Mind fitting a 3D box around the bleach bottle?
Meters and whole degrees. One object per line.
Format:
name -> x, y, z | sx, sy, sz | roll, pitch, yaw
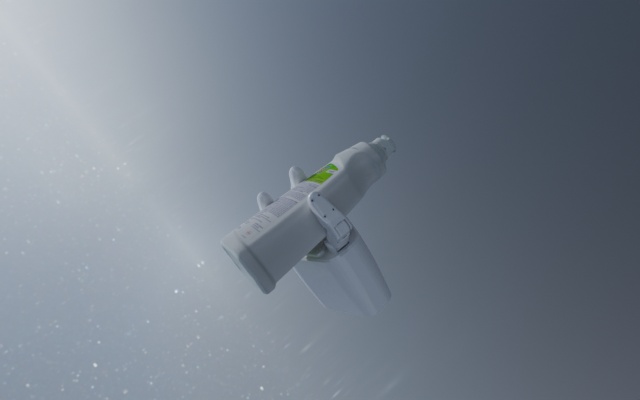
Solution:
bleach bottle -> 0.000, 0.002, 0.590 | 0.251, 0.068, 0.102 | -39, 24, -16
